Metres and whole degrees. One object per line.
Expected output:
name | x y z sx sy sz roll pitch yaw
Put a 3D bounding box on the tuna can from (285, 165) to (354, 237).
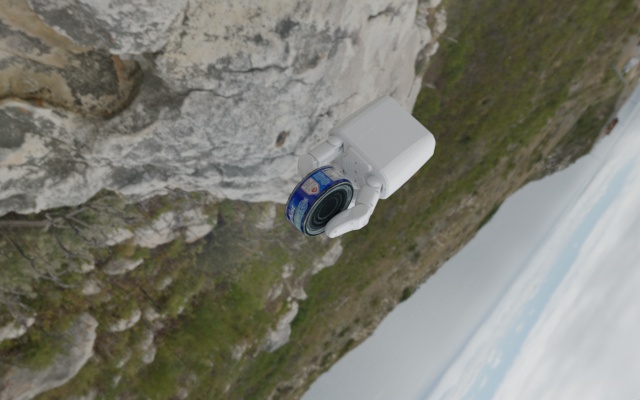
tuna can | 0.000 0.002 0.577 0.033 0.086 0.086 42 22 26
